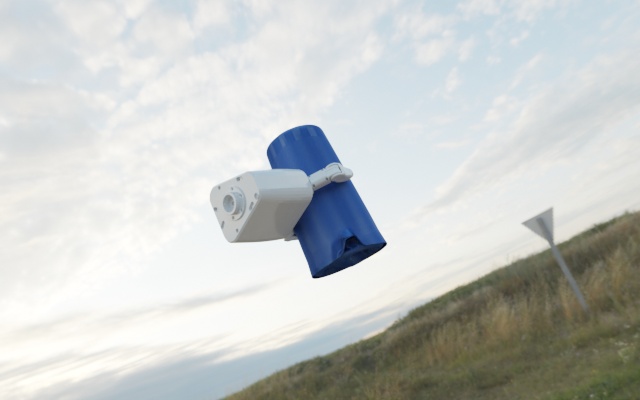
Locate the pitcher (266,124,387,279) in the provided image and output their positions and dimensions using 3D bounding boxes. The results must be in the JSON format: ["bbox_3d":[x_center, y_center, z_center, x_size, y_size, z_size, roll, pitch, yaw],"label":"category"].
[{"bbox_3d":[0.000,0.003,0.808,0.149,0.242,0.145,-37,-21,34],"label":"pitcher"}]
